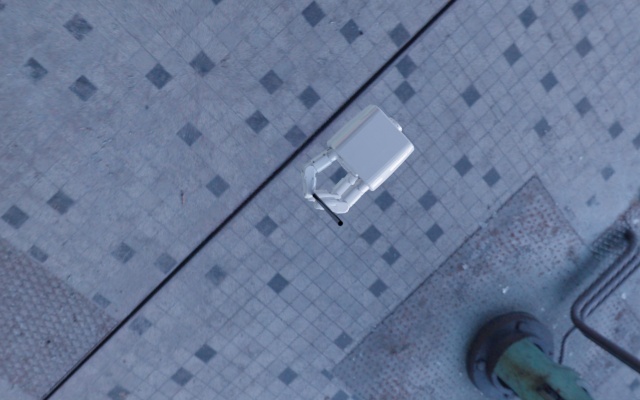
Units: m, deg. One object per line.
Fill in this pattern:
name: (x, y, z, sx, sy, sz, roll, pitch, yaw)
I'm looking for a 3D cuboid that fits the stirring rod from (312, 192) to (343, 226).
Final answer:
stirring rod: (0.000, 0.002, 0.795, 0.011, 0.011, 0.239, 0, 15, -14)
